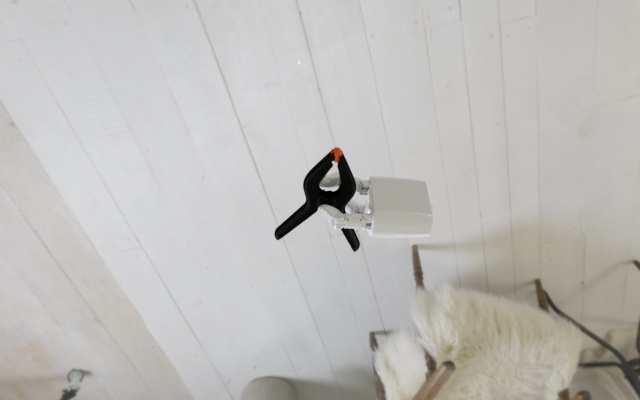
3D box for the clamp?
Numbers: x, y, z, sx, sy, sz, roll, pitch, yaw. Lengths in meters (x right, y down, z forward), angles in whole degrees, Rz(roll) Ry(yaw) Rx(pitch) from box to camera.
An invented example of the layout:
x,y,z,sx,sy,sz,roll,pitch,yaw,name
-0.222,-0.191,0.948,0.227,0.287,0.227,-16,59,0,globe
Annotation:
x,y,z,sx,sy,sz,roll,pitch,yaw,name
0.000,0.003,0.864,0.164,0.210,0.036,3,31,-3,clamp
